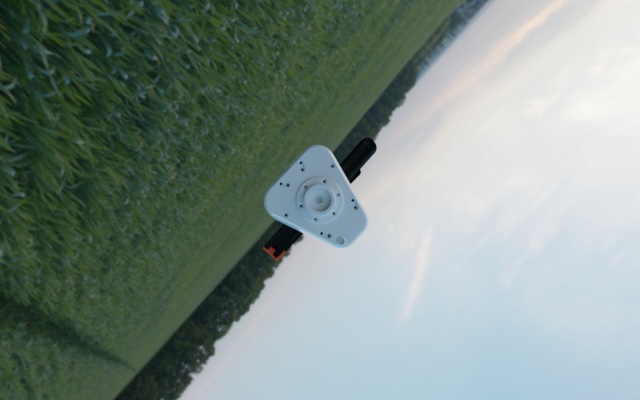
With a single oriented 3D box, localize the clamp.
[{"bbox_3d":[0.000,0.003,0.701,0.036,0.210,0.164,43,-2,5],"label":"clamp"}]
